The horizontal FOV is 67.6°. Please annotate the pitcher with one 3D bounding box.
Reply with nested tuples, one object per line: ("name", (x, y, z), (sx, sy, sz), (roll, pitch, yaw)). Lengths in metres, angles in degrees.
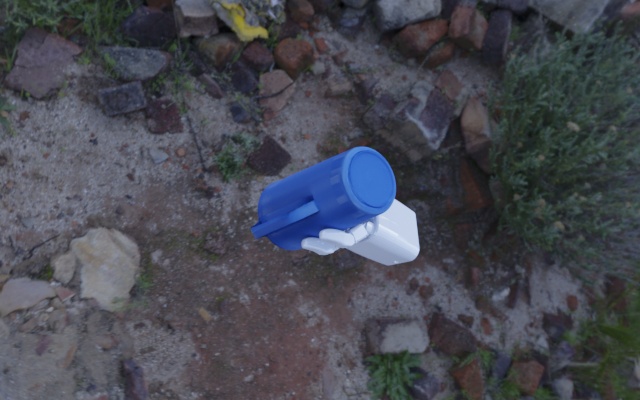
("pitcher", (0.000, 0.003, 0.794), (0.145, 0.149, 0.243), (27, -30, -27))
